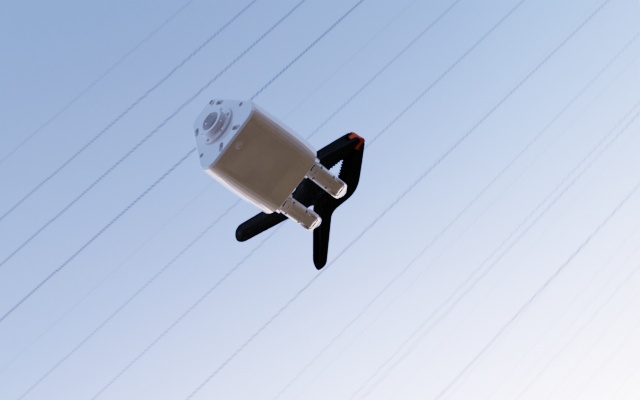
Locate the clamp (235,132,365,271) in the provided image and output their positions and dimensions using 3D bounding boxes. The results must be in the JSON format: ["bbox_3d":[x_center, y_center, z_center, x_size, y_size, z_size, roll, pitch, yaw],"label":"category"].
[{"bbox_3d":[0.000,0.001,0.671,0.165,0.210,0.036,35,5,-42],"label":"clamp"}]
